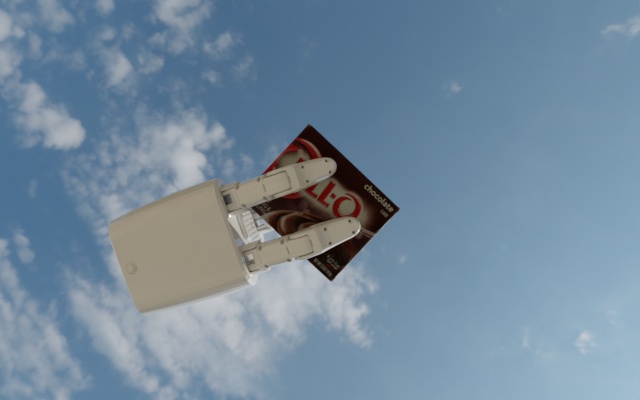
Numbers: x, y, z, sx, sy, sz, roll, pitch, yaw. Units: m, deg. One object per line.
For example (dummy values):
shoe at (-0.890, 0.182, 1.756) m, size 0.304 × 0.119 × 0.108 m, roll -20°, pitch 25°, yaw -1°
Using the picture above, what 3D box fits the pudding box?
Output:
pudding box at (0.000, 0.001, 0.434) m, size 0.113 × 0.090 × 0.039 m, roll 43°, pitch 3°, yaw -1°
